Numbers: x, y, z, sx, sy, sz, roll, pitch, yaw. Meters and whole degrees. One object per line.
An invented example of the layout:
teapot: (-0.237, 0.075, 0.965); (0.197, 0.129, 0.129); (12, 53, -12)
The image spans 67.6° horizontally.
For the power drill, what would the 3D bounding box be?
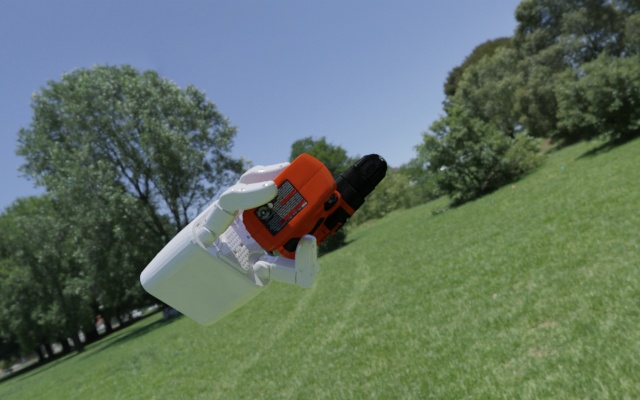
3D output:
power drill: (0.000, 0.002, 0.564); (0.057, 0.184, 0.188); (46, 6, 16)
